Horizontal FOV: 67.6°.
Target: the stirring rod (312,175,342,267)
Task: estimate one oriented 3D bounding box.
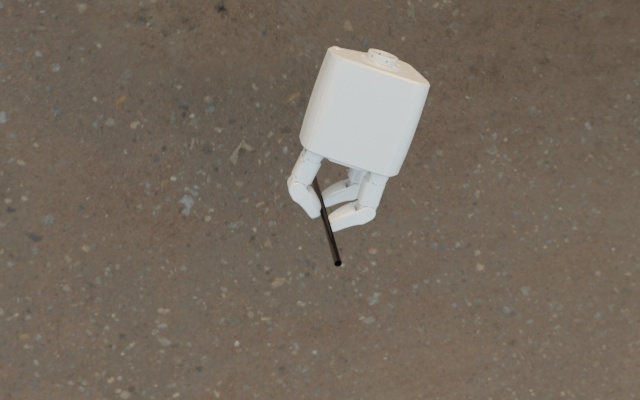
[{"bbox_3d":[0.000,0.002,0.589,0.011,0.011,0.239,0,31,-10],"label":"stirring rod"}]
